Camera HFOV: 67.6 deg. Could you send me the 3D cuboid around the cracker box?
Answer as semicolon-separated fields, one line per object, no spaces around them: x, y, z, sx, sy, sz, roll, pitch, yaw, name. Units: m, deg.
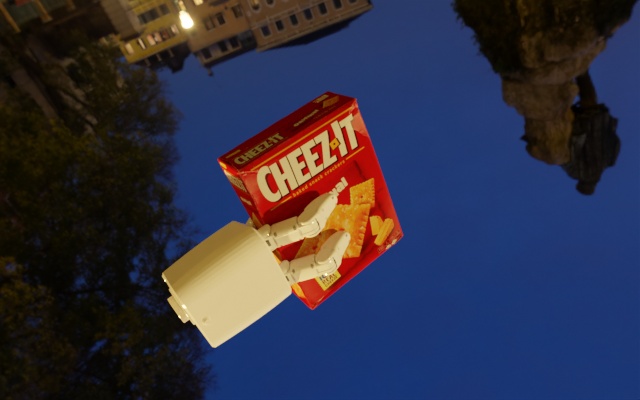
0.000;0.002;0.588;0.164;0.214;0.072;-35;33;-18;cracker box
